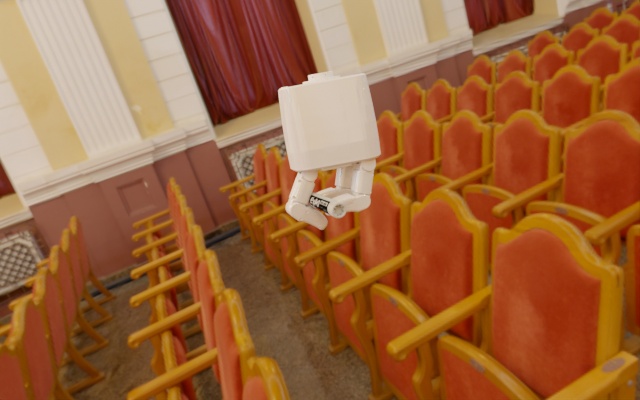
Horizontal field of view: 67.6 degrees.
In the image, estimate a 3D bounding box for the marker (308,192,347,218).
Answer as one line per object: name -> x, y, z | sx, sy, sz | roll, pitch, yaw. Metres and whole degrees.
marker -> 0.000, 0.002, 0.603 | 0.020, 0.020, 0.121 | 0, 9, -21
